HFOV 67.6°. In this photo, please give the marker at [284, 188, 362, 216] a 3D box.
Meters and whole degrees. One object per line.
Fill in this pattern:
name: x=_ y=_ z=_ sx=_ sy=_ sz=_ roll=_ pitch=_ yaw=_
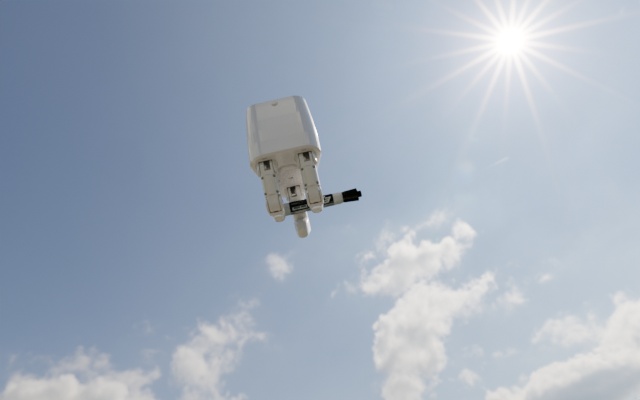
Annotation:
marker: x=0.000 y=0.002 z=0.690 sx=0.121 sy=0.020 sz=0.020 roll=-12 pitch=0 yaw=-2
